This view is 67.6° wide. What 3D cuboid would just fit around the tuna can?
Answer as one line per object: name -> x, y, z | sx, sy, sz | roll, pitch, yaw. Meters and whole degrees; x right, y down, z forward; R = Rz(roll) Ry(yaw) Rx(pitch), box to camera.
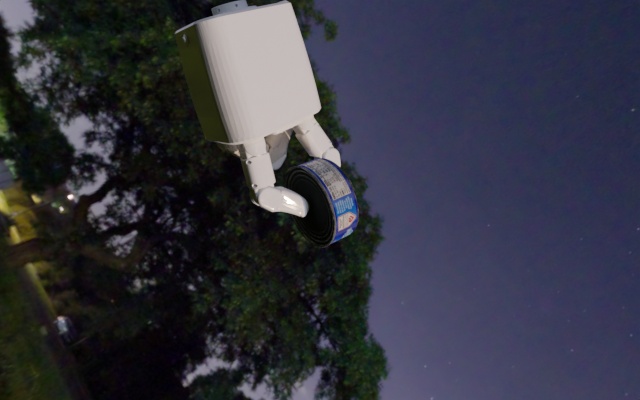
tuna can -> 0.001, 0.001, 0.481 | 0.033, 0.086, 0.086 | -23, 12, -30
